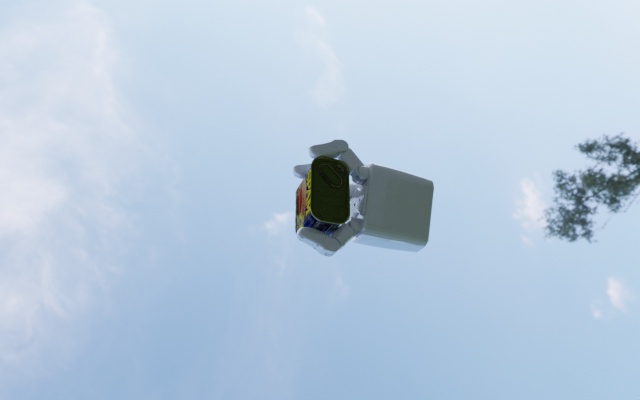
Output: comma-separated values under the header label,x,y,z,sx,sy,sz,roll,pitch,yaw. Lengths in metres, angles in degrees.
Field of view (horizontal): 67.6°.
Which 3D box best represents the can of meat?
label,x,y,z,sx,sy,sz,roll,pitch,yaw
can of meat,0.000,0.002,0.684,0.057,0.102,0.084,10,-29,-17
